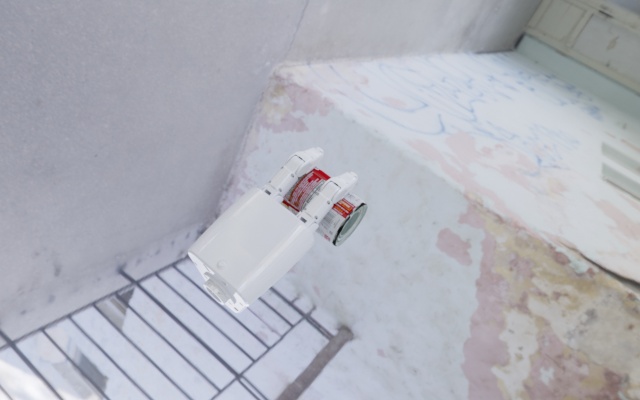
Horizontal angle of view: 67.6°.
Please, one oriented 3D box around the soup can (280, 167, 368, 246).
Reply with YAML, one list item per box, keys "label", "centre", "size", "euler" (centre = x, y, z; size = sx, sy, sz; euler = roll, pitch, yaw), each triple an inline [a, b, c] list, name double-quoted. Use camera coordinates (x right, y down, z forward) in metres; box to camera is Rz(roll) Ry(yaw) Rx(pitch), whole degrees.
- label: "soup can"
  centre: [0.001, 0.002, 0.605]
  size: [0.102, 0.068, 0.068]
  euler: [37, 12, 17]
